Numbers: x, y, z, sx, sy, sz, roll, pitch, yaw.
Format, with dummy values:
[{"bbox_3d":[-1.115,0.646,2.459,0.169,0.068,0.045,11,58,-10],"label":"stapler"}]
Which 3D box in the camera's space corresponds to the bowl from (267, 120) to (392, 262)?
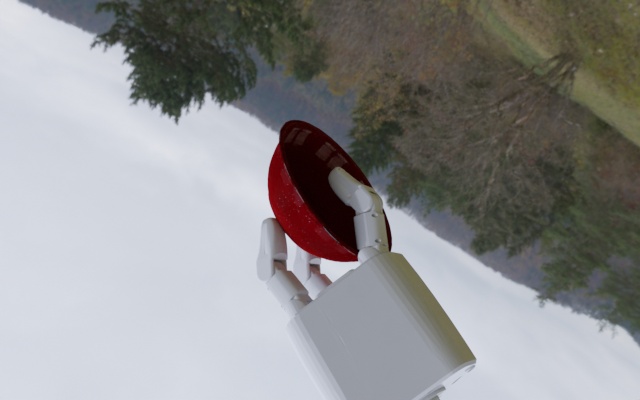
[{"bbox_3d":[-0.001,0.001,0.469,0.055,0.162,0.162,-35,-17,25],"label":"bowl"}]
